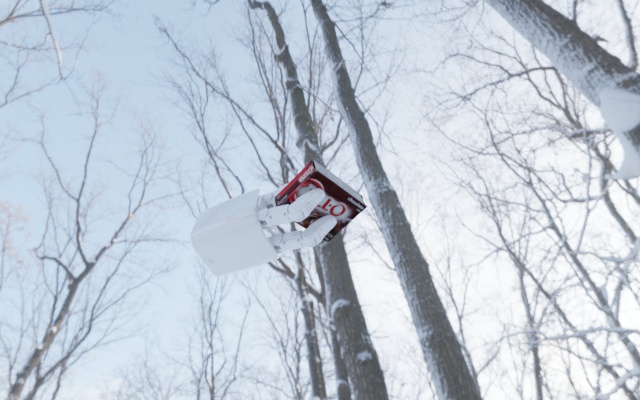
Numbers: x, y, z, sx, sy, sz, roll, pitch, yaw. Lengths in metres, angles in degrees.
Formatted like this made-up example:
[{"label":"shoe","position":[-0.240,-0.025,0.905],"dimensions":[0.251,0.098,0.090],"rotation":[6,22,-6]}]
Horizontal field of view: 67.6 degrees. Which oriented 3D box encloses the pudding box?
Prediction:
[{"label":"pudding box","position":[0.000,0.002,0.731],"dimensions":[0.113,0.090,0.039],"rotation":[33,25,-31]}]
